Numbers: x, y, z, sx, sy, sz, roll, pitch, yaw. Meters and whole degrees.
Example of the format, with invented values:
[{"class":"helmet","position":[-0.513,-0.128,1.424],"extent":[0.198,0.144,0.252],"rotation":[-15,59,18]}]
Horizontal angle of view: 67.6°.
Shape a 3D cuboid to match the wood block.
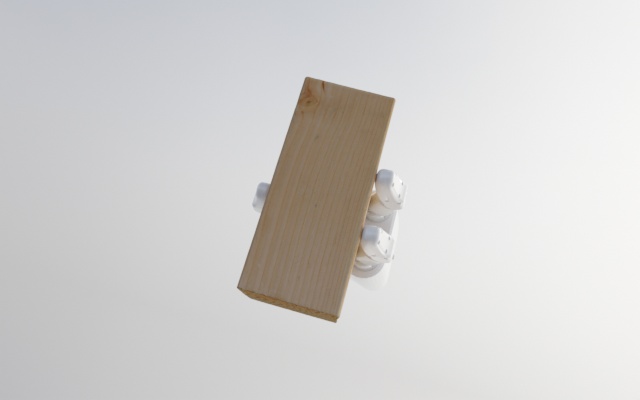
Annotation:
[{"class":"wood block","position":[0.000,0.001,0.458],"extent":[0.091,0.206,0.090],"rotation":[15,-17,4]}]
